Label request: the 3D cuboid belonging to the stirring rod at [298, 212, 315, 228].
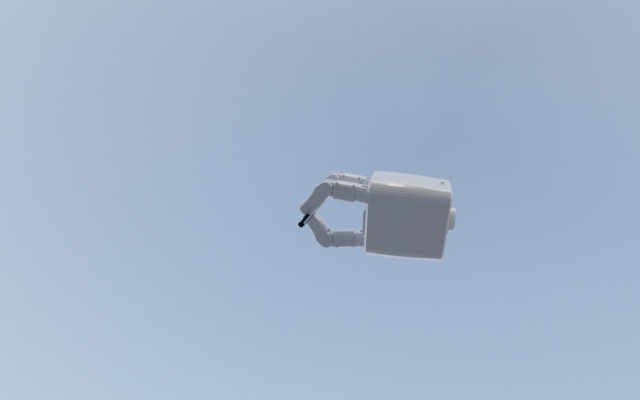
[{"bbox_3d":[0.000,0.002,0.719,0.011,0.011,0.239,0,14,12],"label":"stirring rod"}]
